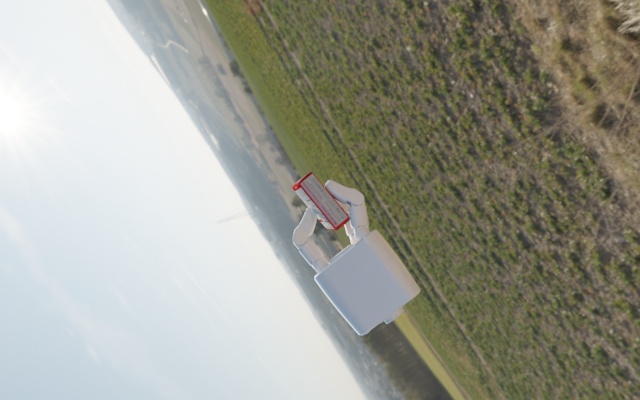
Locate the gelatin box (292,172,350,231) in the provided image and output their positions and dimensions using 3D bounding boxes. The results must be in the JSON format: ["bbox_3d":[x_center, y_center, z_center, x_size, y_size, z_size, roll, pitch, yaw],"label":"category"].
[{"bbox_3d":[0.000,0.002,0.705,0.030,0.089,0.073,-41,4,-9],"label":"gelatin box"}]
